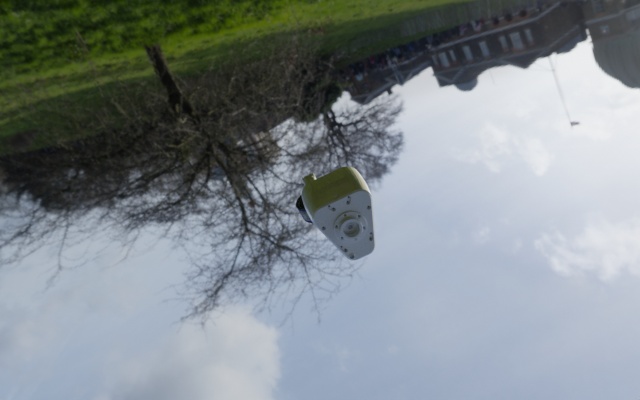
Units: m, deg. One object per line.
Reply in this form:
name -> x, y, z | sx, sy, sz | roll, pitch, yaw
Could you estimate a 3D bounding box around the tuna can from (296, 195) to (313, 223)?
tuna can -> 0.000, 0.003, 0.864 | 0.086, 0.034, 0.086 | -23, 25, 12
